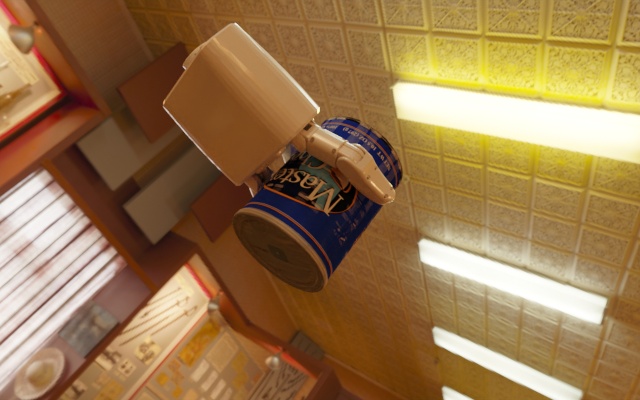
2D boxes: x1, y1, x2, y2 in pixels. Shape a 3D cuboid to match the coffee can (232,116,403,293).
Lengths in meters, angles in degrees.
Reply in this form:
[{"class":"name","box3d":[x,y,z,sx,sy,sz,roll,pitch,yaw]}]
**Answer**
[{"class":"coffee can","box3d":[0.000,0.002,0.459,0.103,0.103,0.140,0,42,50]}]
